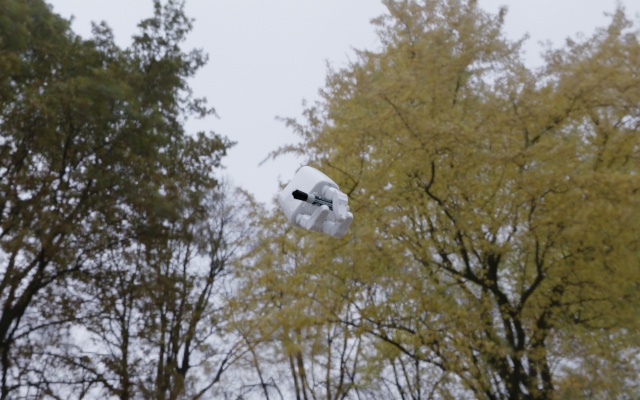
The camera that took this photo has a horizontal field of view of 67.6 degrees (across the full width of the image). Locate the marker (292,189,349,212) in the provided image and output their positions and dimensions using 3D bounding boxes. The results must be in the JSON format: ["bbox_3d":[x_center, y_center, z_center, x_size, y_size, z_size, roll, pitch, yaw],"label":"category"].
[{"bbox_3d":[0.000,0.003,0.891,0.121,0.020,0.020,18,-9,-29],"label":"marker"}]
